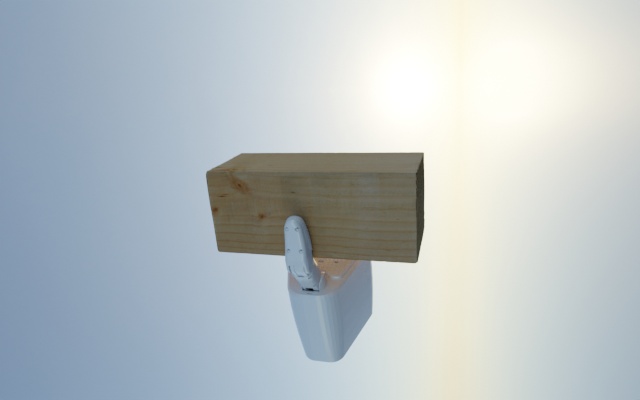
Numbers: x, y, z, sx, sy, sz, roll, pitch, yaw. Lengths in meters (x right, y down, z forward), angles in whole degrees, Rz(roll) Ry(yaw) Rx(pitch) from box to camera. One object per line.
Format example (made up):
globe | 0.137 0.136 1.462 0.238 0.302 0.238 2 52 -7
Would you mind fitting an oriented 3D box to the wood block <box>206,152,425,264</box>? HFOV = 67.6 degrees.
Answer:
wood block | 0.000 0.002 0.495 0.206 0.090 0.090 1 19 16
